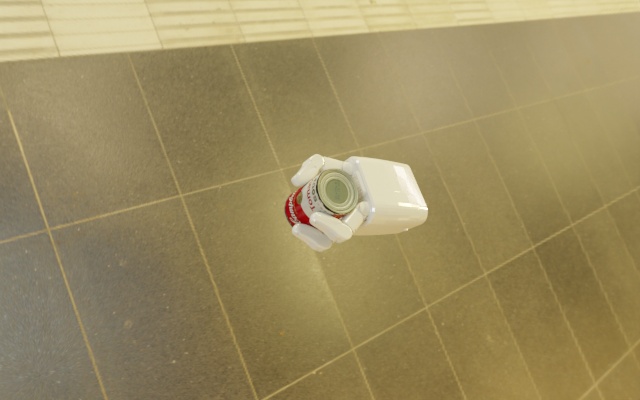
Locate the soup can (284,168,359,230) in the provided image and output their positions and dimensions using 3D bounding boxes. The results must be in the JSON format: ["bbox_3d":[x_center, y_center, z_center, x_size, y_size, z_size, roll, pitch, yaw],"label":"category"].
[{"bbox_3d":[0.000,0.002,0.682,0.068,0.068,0.102,0,-18,-30],"label":"soup can"}]
